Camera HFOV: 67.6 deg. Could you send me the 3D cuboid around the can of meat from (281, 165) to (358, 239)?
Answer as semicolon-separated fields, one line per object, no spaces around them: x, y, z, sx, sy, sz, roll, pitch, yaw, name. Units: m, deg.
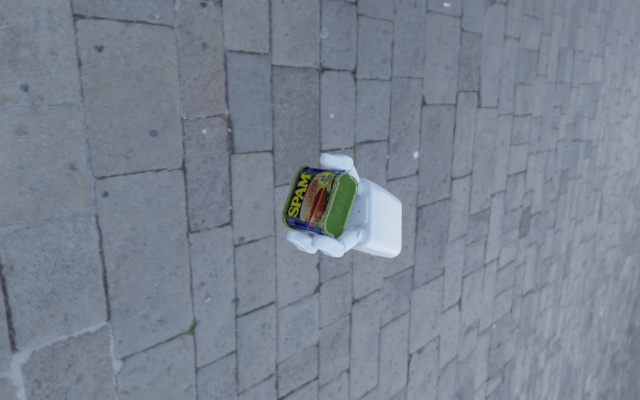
0.000;0.002;0.713;0.084;0.102;0.057;11;-11;41;can of meat
